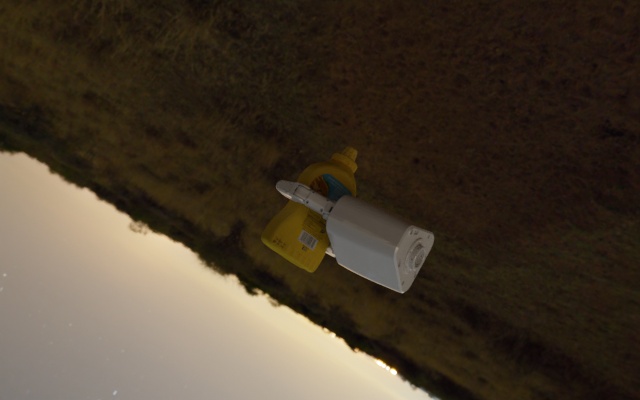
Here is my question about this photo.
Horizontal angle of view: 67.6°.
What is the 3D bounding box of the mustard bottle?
[{"bbox_3d":[0.000,0.002,0.702,0.096,0.191,0.058,39,-13,-31],"label":"mustard bottle"}]
